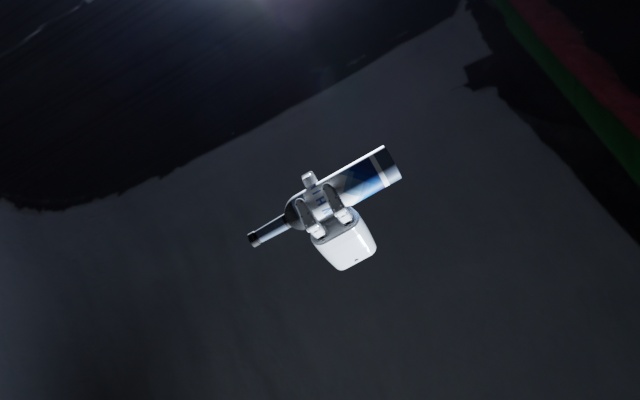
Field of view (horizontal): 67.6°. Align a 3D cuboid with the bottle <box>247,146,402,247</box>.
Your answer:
[{"bbox_3d":[0.000,0.003,0.861,0.296,0.069,0.069,-29,-4,7],"label":"bottle"}]
